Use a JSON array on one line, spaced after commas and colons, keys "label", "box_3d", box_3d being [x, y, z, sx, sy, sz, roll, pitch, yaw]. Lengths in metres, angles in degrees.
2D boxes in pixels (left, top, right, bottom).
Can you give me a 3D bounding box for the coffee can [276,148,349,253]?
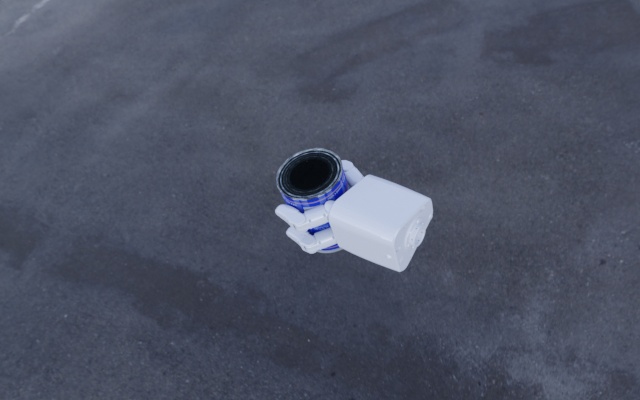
[{"label": "coffee can", "box_3d": [0.000, 0.002, 0.755, 0.103, 0.102, 0.140, 0, -39, 19]}]
